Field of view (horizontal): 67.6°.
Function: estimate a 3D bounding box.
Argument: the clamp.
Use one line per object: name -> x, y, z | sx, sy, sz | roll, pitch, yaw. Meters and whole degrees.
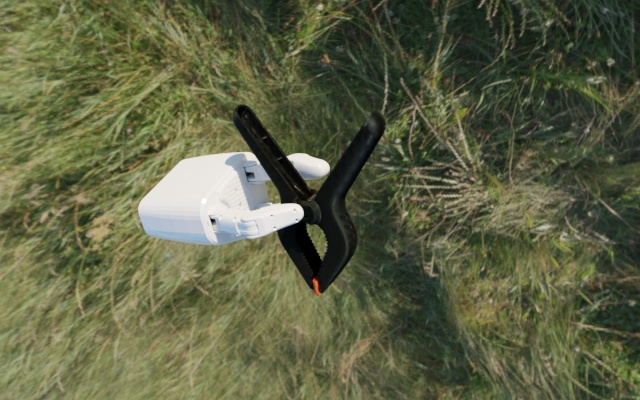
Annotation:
clamp -> 0.000, 0.002, 0.478 | 0.164, 0.210, 0.036 | 2, 24, 34
